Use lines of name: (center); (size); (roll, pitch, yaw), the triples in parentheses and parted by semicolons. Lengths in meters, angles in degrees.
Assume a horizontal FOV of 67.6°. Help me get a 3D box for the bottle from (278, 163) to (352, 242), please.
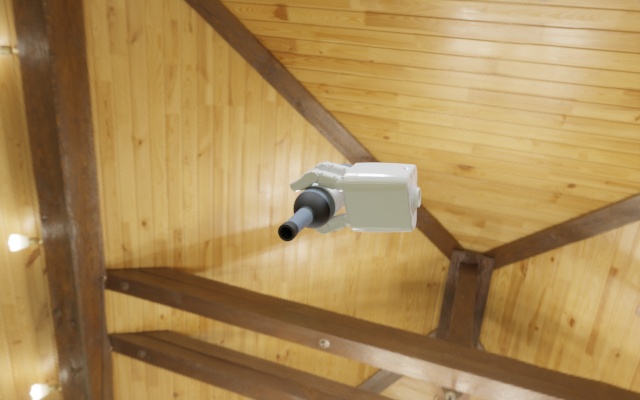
bottle: (0.000, 0.003, 0.825); (0.069, 0.069, 0.295); (0, 18, 21)
